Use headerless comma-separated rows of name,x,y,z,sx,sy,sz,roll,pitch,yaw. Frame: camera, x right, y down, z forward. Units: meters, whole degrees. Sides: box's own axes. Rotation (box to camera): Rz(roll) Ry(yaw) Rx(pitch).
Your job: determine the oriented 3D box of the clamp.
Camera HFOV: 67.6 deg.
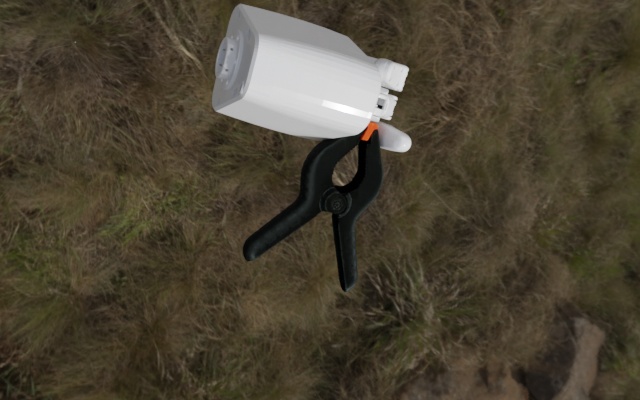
clamp,0.000,0.002,0.451,0.120,0.171,0.039,11,11,-25
